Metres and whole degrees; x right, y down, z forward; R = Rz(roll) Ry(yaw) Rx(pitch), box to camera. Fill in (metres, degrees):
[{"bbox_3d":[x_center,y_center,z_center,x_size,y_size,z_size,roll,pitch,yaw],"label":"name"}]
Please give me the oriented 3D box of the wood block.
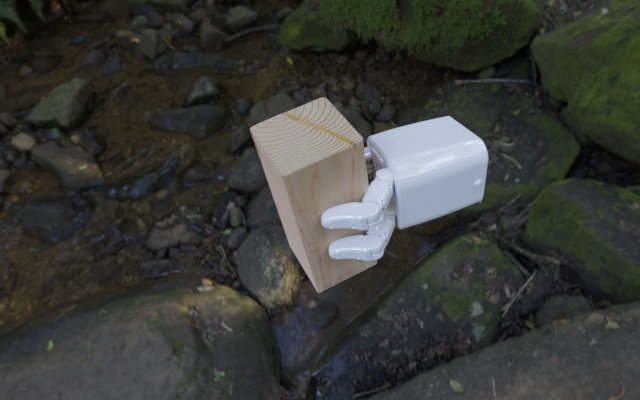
[{"bbox_3d":[0.000,0.001,0.548,0.090,0.206,0.090,-25,48,-11],"label":"wood block"}]
